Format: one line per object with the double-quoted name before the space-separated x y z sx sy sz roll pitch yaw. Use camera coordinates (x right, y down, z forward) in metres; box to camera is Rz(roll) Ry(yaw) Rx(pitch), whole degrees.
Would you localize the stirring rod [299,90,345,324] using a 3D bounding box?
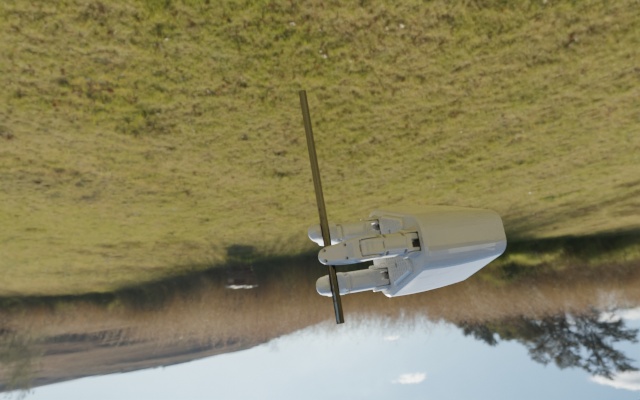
"stirring rod" 0.000 0.001 0.481 0.011 0.239 0.011 -9 -11 -2
